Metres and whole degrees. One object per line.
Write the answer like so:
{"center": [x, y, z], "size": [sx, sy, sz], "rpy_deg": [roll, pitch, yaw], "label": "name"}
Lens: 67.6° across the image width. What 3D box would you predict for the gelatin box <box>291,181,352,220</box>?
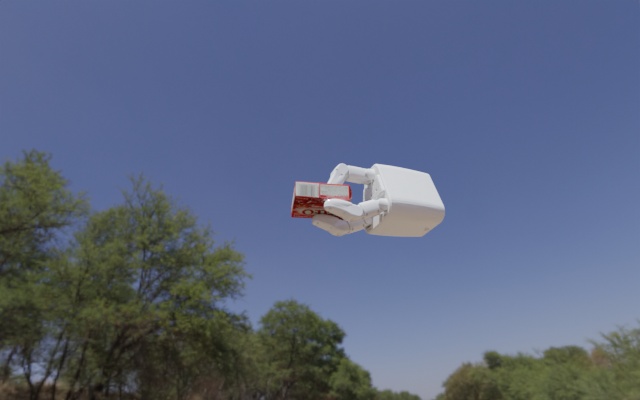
{"center": [0.000, 0.002, 0.762], "size": [0.089, 0.030, 0.073], "rpy_deg": [4, -28, -6], "label": "gelatin box"}
